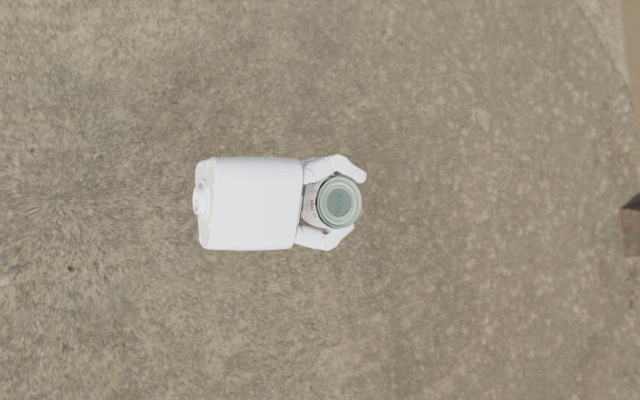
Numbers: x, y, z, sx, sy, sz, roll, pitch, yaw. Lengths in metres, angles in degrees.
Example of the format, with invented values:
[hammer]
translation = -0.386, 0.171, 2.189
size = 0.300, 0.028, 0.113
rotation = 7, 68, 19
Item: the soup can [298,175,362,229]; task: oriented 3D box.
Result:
[soup can]
translation = 0.001, 0.002, 0.629
size = 0.068, 0.068, 0.102
rotation = 0, 0, -28
